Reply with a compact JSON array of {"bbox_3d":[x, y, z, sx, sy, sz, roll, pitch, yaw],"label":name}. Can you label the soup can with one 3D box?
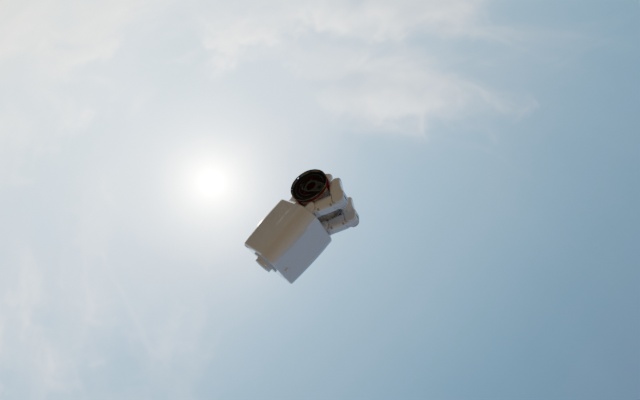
[{"bbox_3d":[0.000,0.003,0.841,0.068,0.068,0.102,0,-36,31],"label":"soup can"}]
